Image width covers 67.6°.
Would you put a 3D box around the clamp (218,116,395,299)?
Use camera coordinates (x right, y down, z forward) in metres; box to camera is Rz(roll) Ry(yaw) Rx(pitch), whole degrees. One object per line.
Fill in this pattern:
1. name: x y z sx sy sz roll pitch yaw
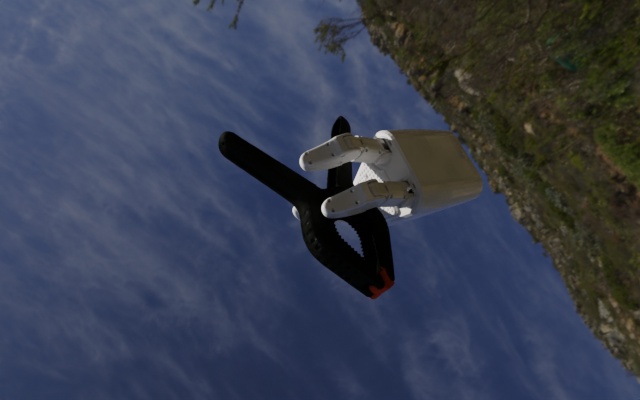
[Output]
1. clamp: 0.000 0.002 0.473 0.164 0.210 0.036 -8 -28 -34
